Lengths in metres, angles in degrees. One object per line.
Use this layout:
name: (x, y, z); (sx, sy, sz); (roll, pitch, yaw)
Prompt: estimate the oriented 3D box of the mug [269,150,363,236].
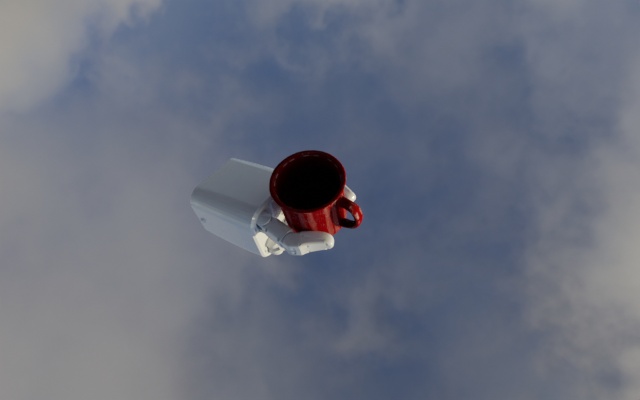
mug: (0.001, 0.002, 0.595); (0.117, 0.093, 0.082); (21, -28, 22)
